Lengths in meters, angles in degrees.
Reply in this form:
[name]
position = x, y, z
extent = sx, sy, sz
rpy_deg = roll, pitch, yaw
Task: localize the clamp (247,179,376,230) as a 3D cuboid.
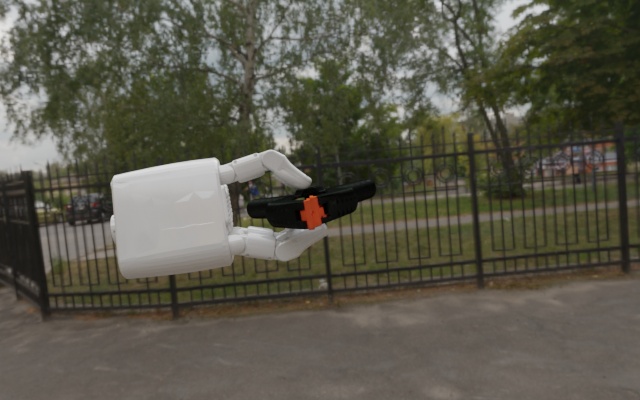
[clamp]
position = 0.000, 0.001, 0.521
extent = 0.164, 0.036, 0.210
rpy_deg = -12, 4, -7
